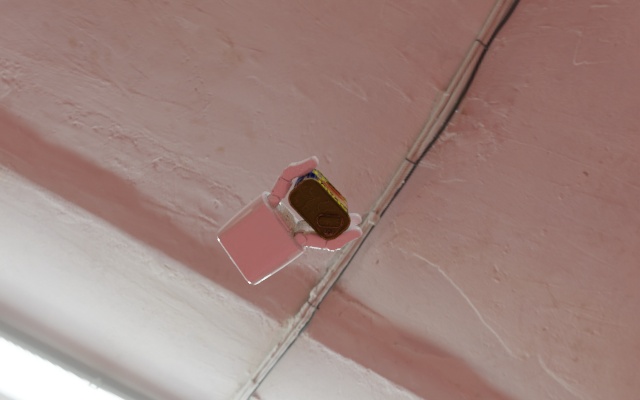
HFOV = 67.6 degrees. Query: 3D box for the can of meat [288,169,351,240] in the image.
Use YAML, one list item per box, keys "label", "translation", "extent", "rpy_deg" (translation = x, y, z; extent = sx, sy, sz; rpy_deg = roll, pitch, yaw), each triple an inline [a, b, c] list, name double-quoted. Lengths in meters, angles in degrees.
- label: "can of meat"
  translation: [0.000, 0.002, 0.759]
  extent: [0.057, 0.102, 0.084]
  rpy_deg: [-41, 12, 13]
